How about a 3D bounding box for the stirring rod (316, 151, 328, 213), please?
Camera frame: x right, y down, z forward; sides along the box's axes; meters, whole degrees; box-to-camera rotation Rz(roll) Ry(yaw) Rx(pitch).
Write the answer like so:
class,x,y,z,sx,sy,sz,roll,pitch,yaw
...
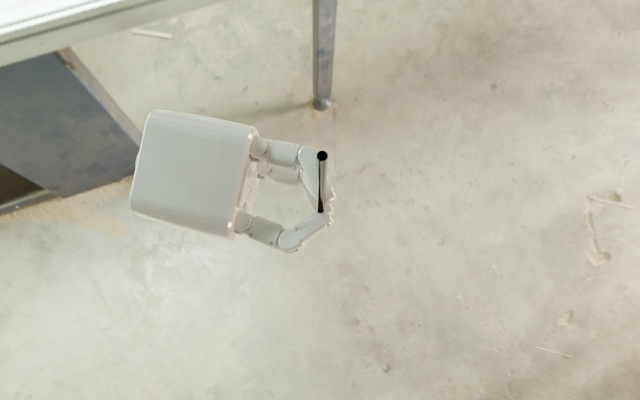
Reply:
class,x,y,z,sx,sy,sz,roll,pitch,yaw
stirring rod,0.000,0.002,0.450,0.011,0.011,0.239,0,-16,-1
